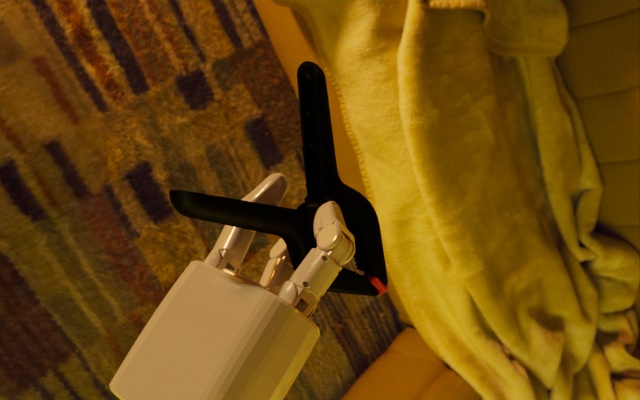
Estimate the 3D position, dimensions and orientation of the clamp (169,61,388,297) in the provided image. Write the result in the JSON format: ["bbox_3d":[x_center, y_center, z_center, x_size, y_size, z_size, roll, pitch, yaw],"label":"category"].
[{"bbox_3d":[0.001,0.002,0.404,0.210,0.164,0.036,46,-23,-29],"label":"clamp"}]
